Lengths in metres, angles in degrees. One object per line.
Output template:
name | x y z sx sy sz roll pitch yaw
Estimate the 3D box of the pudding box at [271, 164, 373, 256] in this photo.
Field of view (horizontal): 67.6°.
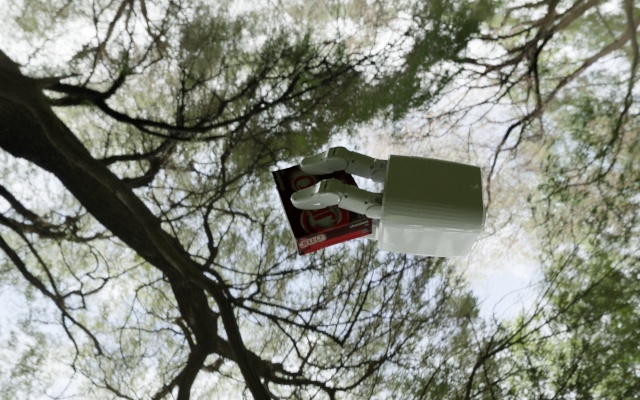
pudding box | 0.000 0.002 0.560 0.090 0.039 0.113 -16 47 -9
